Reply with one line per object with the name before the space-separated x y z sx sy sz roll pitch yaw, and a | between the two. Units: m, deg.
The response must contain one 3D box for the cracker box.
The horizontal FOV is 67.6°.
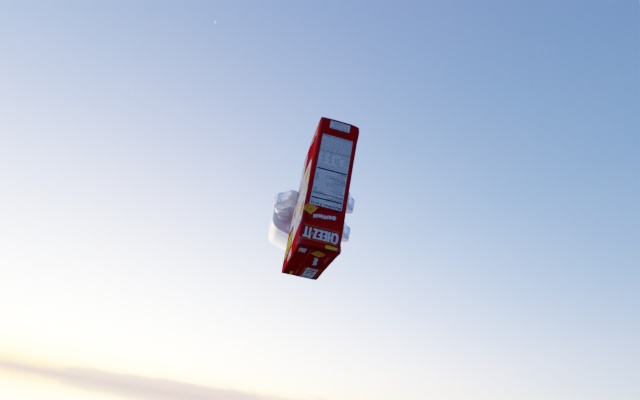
cracker box | 0.000 0.002 0.764 0.072 0.213 0.164 13 -24 -7
